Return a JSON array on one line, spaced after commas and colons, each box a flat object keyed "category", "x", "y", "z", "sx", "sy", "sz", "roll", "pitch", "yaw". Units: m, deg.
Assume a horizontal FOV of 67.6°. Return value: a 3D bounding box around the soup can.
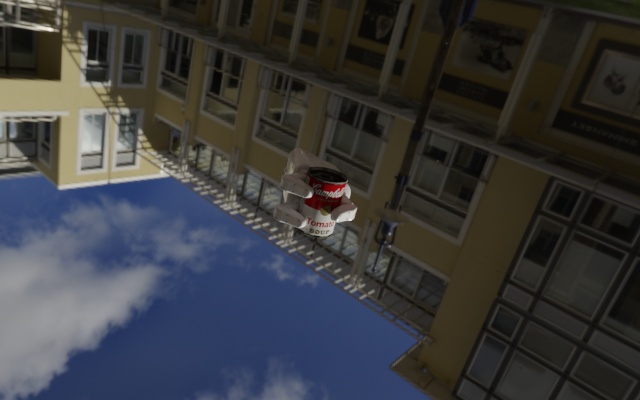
[{"category": "soup can", "x": 0.000, "y": 0.003, "z": 0.800, "sx": 0.068, "sy": 0.102, "sz": 0.068, "roll": 13, "pitch": 22, "yaw": -5}]
